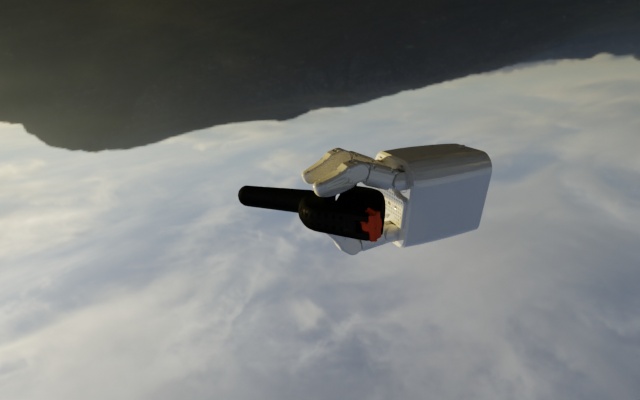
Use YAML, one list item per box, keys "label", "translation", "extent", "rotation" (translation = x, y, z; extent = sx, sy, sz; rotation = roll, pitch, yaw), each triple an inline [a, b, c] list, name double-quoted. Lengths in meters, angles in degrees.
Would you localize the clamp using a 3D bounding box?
- label: "clamp"
  translation: [0.001, 0.003, 0.537]
  extent: [0.164, 0.036, 0.210]
  rotation: [-12, 19, -15]
